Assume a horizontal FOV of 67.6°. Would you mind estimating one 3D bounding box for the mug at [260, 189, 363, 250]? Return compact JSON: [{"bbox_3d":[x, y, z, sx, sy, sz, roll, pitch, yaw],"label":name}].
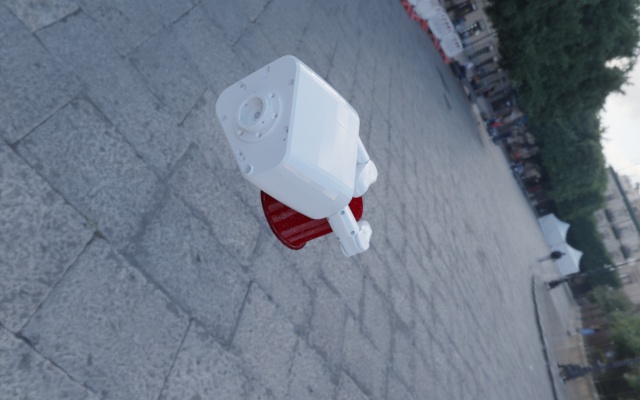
[{"bbox_3d":[0.001,0.002,0.535,0.081,0.093,0.117,-22,-26,24],"label":"mug"}]
